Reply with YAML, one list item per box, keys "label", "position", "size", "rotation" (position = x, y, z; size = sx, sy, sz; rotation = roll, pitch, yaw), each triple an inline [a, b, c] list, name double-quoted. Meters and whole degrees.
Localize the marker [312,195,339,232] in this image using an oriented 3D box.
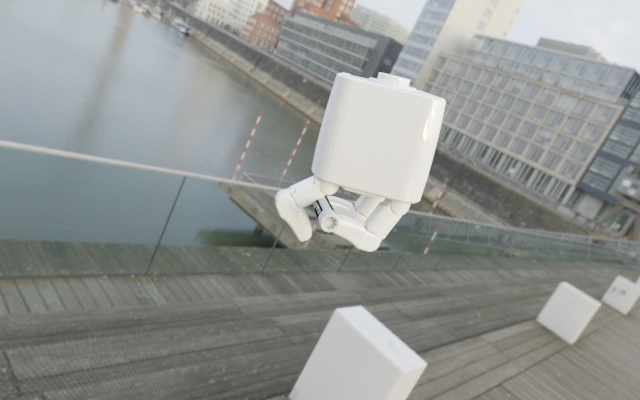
- label: "marker"
  position: [0.000, 0.002, 0.512]
  size: [0.020, 0.020, 0.121]
  rotation: [0, 20, -9]
